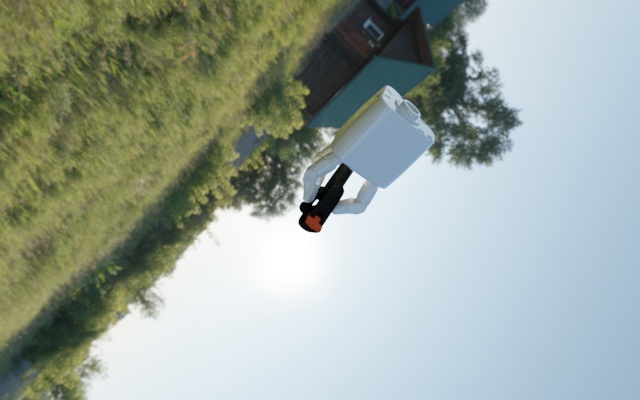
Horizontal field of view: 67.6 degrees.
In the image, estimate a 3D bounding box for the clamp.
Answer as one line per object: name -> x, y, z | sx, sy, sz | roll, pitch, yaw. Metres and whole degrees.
clamp -> 0.001, 0.003, 0.780 | 0.036, 0.165, 0.210 | 39, 29, -7
